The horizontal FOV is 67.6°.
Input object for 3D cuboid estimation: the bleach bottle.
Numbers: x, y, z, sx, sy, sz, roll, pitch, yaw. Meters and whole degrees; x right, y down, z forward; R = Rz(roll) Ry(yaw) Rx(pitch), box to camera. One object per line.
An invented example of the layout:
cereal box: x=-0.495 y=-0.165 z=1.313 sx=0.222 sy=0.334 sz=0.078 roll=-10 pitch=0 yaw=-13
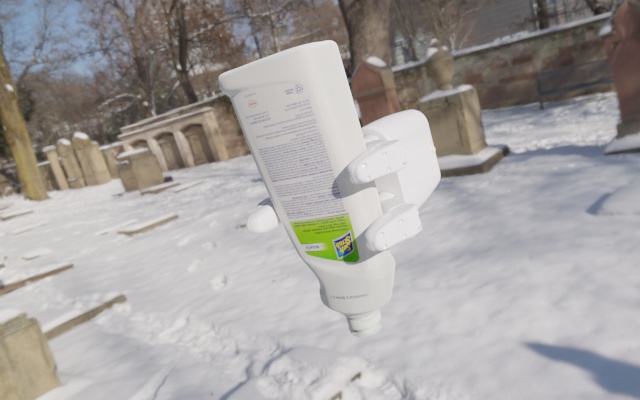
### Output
bleach bottle: x=0.000 y=0.001 z=0.413 sx=0.102 sy=0.251 sz=0.068 roll=-8 pitch=16 yaw=34
